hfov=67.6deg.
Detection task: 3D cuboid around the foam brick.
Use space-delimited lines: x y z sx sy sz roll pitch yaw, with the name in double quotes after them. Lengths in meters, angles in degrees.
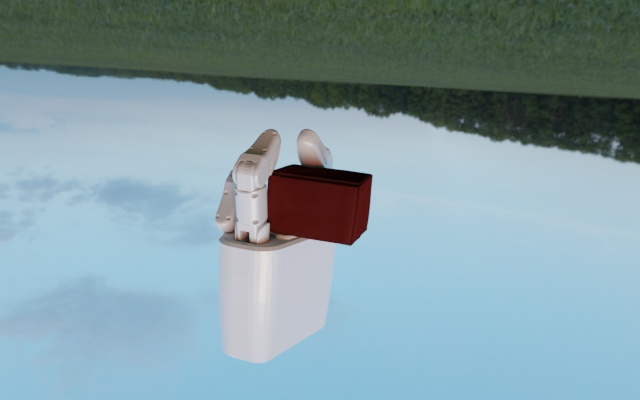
0.000 0.001 0.402 0.078 0.051 0.053 8 14 18 "foam brick"
